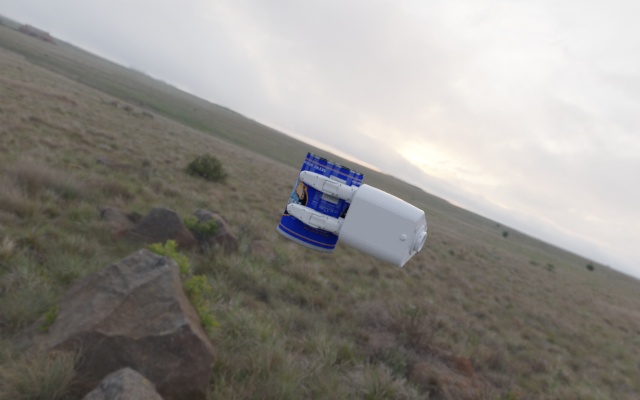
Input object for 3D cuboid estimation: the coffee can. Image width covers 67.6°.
[{"bbox_3d":[0.000,0.003,0.792,0.103,0.140,0.103,22,6,-2],"label":"coffee can"}]
